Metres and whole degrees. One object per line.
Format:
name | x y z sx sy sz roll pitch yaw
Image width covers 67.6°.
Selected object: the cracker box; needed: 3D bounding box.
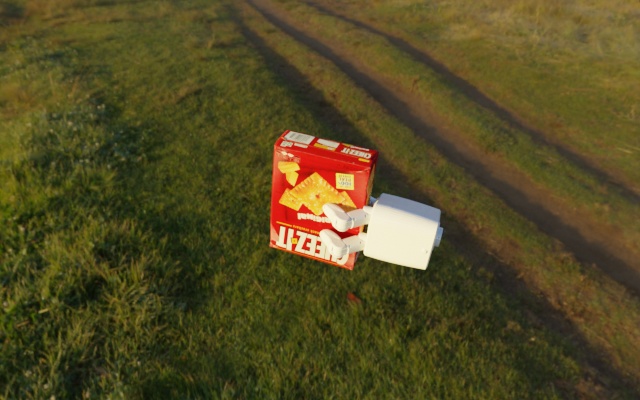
cracker box | 0.000 0.002 0.823 0.164 0.214 0.072 15 34 12
